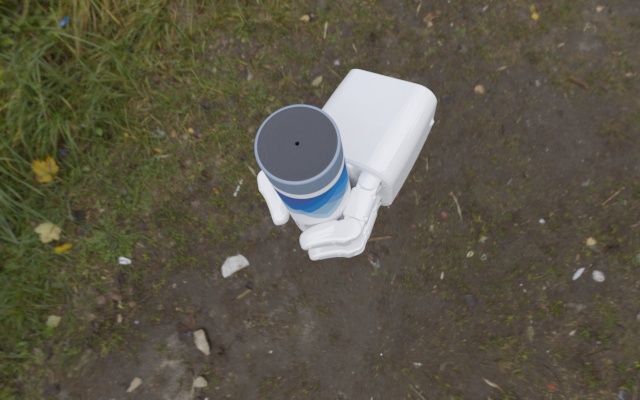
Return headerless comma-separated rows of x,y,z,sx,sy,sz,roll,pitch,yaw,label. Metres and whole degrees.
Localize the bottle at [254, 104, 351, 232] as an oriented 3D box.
0.000,0.002,0.498,0.069,0.069,0.296,0,-18,7,bottle
